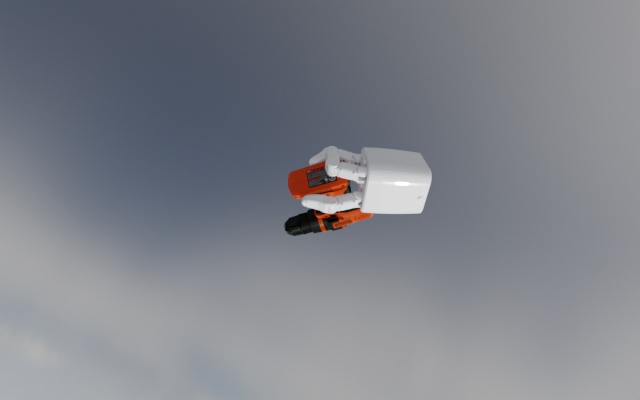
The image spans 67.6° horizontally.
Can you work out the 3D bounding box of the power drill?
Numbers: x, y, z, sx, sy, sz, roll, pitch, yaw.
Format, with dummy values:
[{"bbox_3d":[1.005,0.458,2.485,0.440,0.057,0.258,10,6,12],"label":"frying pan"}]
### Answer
[{"bbox_3d":[0.000,0.003,0.895,0.184,0.057,0.188,-17,-27,6],"label":"power drill"}]
